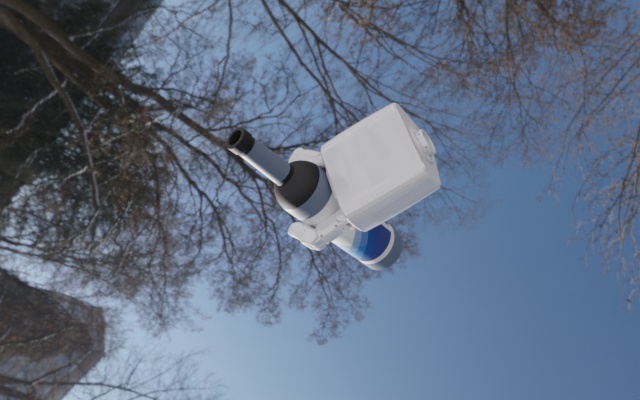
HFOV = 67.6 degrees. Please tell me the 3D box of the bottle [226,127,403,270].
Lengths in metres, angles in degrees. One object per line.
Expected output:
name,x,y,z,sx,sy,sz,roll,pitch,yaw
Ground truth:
bottle,0.000,0.002,0.595,0.069,0.069,0.296,0,-28,44
